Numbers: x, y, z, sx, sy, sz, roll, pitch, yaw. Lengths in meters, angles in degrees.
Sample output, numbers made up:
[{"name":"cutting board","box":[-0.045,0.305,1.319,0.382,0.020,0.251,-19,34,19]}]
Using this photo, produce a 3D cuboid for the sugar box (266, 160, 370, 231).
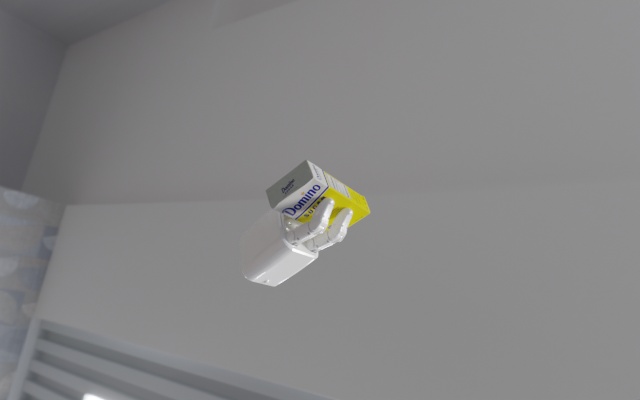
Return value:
[{"name":"sugar box","box":[0.000,0.003,0.817,0.093,0.048,0.176,-36,-35,22]}]
